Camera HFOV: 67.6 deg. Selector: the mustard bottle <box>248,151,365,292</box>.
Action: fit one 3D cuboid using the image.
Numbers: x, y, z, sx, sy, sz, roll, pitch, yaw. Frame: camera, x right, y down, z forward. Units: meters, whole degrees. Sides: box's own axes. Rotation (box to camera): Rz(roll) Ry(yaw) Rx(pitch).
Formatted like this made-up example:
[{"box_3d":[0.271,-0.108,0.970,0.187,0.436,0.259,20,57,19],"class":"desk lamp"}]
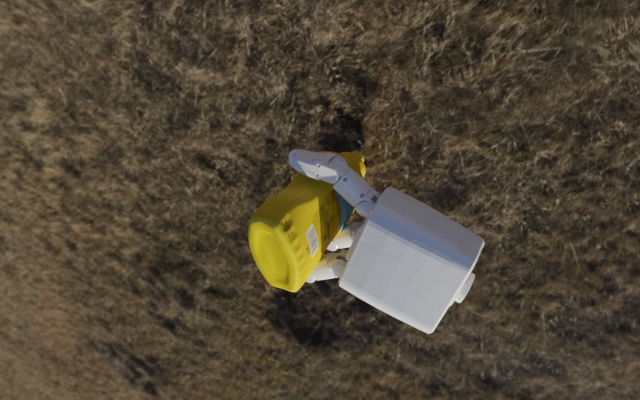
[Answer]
[{"box_3d":[0.000,0.002,0.521,0.058,0.096,0.191,10,40,30],"class":"mustard bottle"}]
